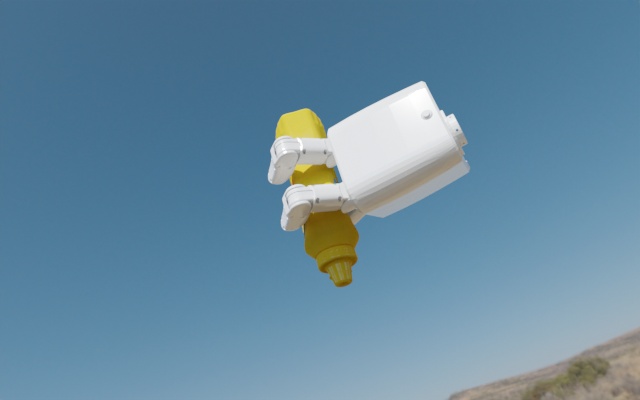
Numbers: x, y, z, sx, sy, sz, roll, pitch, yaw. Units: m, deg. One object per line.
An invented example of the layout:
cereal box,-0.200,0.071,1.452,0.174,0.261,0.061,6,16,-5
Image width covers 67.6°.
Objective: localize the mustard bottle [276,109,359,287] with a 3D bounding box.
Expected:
mustard bottle,0.000,0.002,0.513,0.058,0.191,0.096,-15,-29,-4
